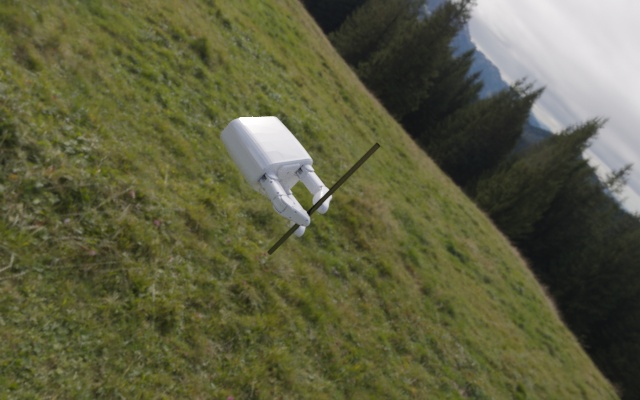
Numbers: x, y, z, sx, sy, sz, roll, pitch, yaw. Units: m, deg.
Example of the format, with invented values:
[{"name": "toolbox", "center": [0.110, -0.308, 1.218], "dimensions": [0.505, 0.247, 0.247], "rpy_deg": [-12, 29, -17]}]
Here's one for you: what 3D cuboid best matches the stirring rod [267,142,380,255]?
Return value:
[{"name": "stirring rod", "center": [0.000, 0.002, 0.701], "dimensions": [0.239, 0.011, 0.011], "rpy_deg": [-45, -19, 21]}]
